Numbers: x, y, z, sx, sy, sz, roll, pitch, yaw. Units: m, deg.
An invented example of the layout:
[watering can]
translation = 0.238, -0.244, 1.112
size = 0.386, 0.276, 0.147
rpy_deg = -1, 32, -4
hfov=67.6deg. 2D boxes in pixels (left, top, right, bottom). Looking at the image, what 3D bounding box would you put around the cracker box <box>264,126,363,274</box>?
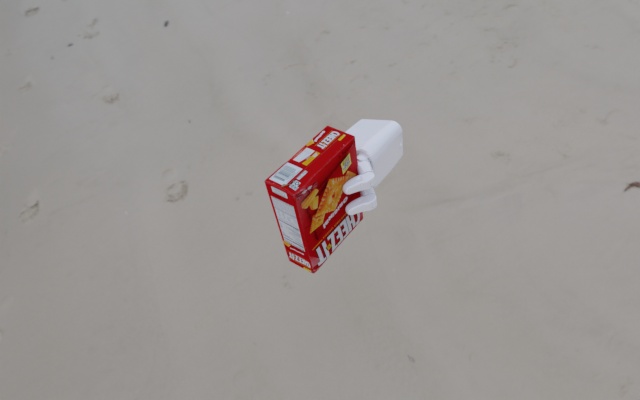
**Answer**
[cracker box]
translation = 0.000, 0.003, 0.849
size = 0.072, 0.214, 0.164
rpy_deg = 26, 56, 31
